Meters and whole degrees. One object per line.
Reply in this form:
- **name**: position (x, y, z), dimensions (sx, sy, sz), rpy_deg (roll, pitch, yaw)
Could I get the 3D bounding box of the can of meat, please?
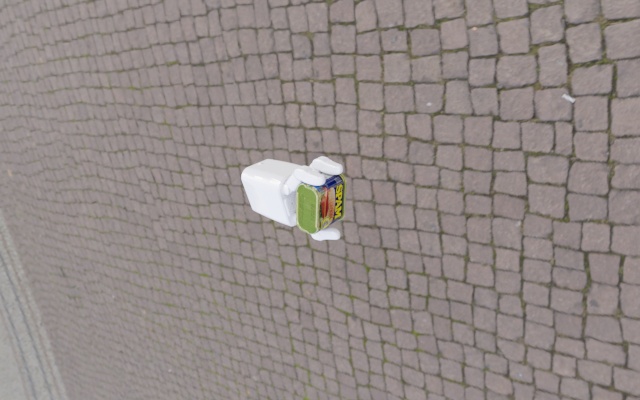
- **can of meat**: position (0.000, 0.003, 0.885), dimensions (0.057, 0.102, 0.084), rpy_deg (21, 32, 33)
